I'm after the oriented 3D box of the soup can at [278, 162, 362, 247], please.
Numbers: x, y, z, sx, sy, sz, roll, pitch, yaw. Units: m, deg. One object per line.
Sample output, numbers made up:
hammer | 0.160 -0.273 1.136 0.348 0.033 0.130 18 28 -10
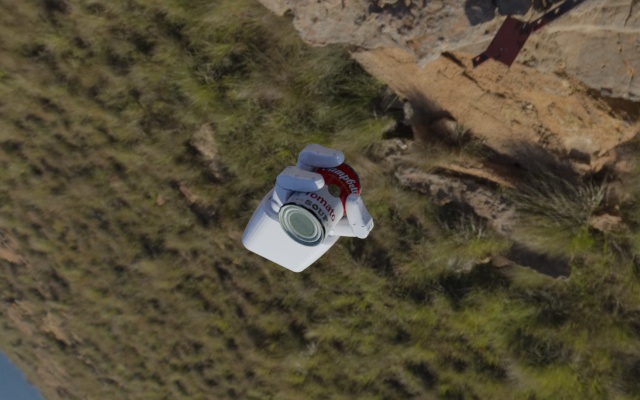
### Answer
soup can | 0.000 0.002 0.607 0.068 0.068 0.102 0 35 37
